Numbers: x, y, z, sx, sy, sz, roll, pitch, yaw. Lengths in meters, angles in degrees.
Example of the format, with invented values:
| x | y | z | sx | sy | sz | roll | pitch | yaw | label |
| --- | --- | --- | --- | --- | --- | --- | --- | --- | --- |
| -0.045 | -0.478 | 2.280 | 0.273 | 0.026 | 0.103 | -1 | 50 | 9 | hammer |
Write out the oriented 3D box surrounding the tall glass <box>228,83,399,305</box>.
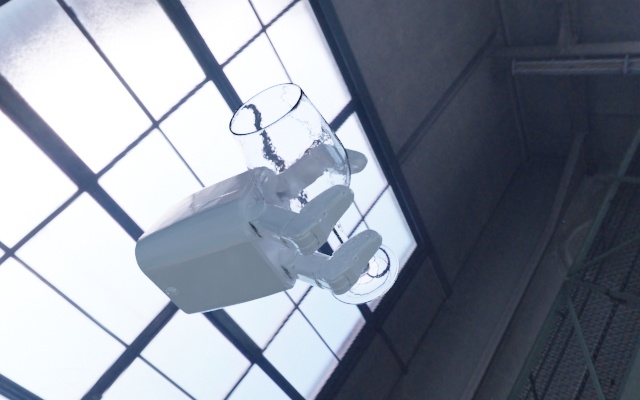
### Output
| x | y | z | sx | sy | sz | roll | pitch | yaw | label |
| --- | --- | --- | --- | --- | --- | --- | --- | --- | --- |
| 0.000 | 0.002 | 0.407 | 0.079 | 0.079 | 0.201 | 0 | -44 | 35 | tall glass |
